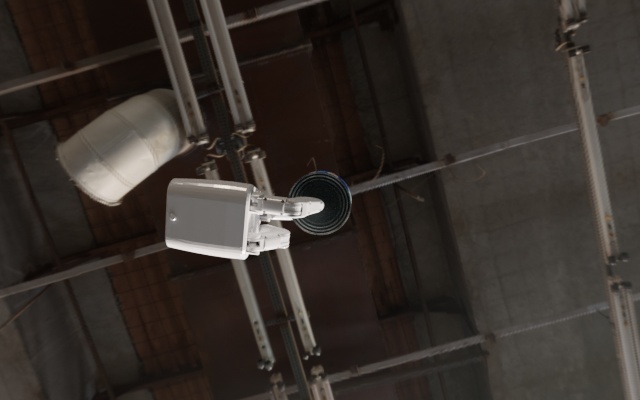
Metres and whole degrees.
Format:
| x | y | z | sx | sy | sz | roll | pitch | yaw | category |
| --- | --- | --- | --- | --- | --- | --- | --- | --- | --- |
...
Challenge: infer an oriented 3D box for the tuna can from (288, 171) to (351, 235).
| x | y | z | sx | sy | sz | roll | pitch | yaw | category |
| --- | --- | --- | --- | --- | --- | --- | --- | --- | --- |
| 0.000 | 0.002 | 0.657 | 0.086 | 0.086 | 0.033 | 0 | 8 | 6 | tuna can |
